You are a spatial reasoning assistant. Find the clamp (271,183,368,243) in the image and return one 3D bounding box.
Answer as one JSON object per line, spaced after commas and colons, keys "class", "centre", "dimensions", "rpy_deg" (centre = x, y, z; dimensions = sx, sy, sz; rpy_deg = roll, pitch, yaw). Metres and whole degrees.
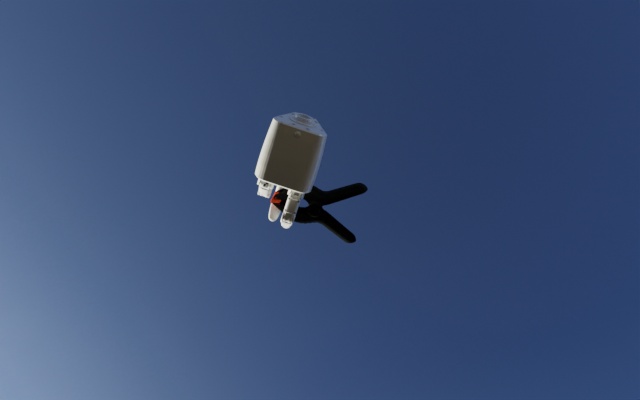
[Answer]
{"class": "clamp", "centre": [0.000, 0.003, 0.858], "dimensions": [0.171, 0.120, 0.039], "rpy_deg": [18, 22, -3]}
